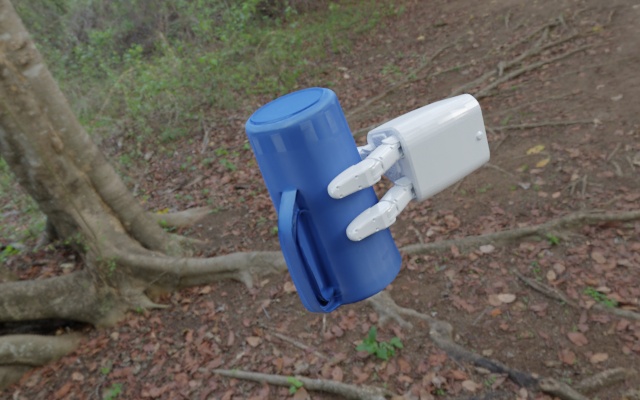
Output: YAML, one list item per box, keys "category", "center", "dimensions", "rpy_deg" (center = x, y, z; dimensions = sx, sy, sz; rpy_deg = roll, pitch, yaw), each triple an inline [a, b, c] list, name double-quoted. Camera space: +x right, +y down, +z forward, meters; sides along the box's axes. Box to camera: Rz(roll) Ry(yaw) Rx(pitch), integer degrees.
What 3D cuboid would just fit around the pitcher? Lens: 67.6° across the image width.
- category: "pitcher"
  center: [0.000, 0.002, 0.567]
  dimensions: [0.145, 0.243, 0.149]
  rpy_deg: [-26, 26, -9]
